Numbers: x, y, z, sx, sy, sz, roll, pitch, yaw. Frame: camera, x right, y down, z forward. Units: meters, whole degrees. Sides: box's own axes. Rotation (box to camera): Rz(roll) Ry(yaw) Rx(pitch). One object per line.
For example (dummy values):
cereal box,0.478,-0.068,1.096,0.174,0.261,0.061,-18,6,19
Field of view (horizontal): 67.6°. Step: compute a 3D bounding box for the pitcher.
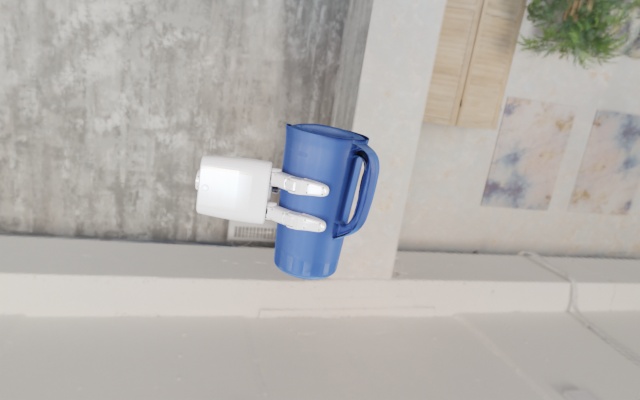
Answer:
pitcher,0.000,0.002,0.771,0.145,0.243,0.149,8,15,-5
